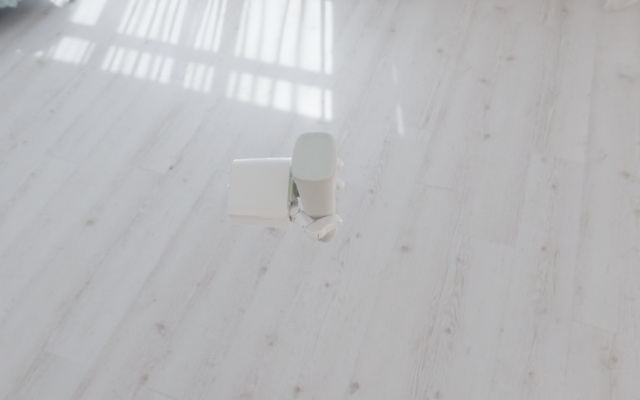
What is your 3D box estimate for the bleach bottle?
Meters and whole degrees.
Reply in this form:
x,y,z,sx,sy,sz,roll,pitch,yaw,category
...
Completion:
x,y,z,sx,sy,sz,roll,pitch,yaw,category
0.000,0.003,0.815,0.068,0.102,0.251,0,-36,5,bleach bottle
